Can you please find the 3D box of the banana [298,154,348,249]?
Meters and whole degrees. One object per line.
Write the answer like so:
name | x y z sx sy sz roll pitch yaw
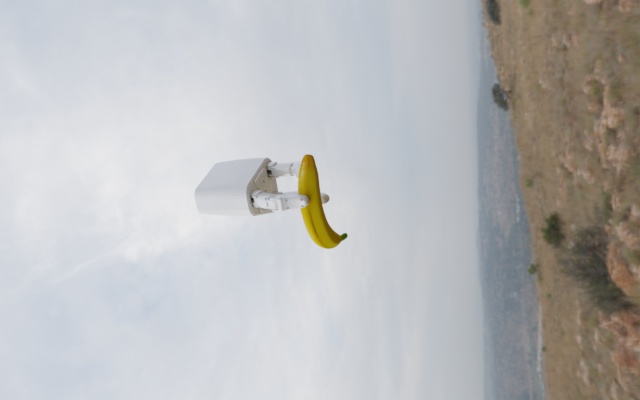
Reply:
banana | -0.004 0.018 0.776 0.037 0.069 0.198 0 -44 25
